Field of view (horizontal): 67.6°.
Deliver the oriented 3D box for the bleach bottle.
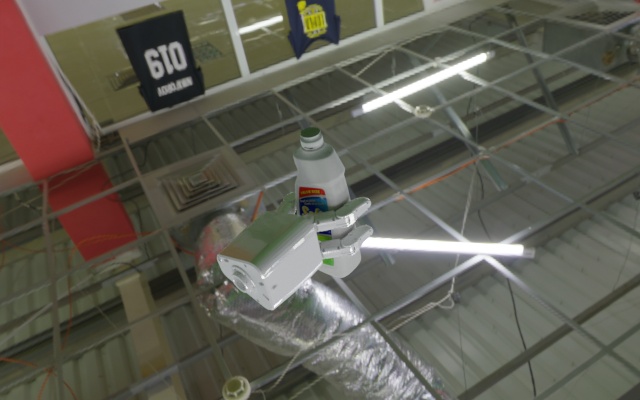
[{"bbox_3d":[0.000,0.002,0.728,0.102,0.251,0.068,21,48,36],"label":"bleach bottle"}]
